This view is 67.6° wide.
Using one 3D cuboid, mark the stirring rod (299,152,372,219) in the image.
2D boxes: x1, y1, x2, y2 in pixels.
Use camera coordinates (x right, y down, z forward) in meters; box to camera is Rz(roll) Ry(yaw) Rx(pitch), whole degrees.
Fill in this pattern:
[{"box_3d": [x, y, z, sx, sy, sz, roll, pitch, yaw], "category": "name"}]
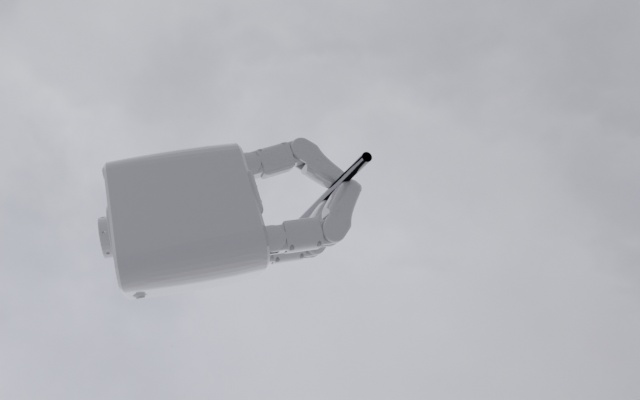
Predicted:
[{"box_3d": [0.000, 0.001, 0.462, 0.011, 0.011, 0.239, 0, -16, -17], "category": "stirring rod"}]
